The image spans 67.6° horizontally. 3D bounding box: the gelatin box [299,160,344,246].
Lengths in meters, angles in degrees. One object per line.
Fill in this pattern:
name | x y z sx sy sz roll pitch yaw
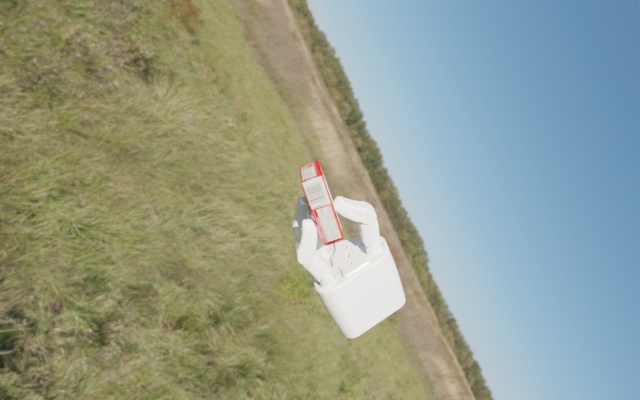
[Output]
gelatin box | 0.000 0.002 0.601 0.030 0.089 0.073 -18 20 3
